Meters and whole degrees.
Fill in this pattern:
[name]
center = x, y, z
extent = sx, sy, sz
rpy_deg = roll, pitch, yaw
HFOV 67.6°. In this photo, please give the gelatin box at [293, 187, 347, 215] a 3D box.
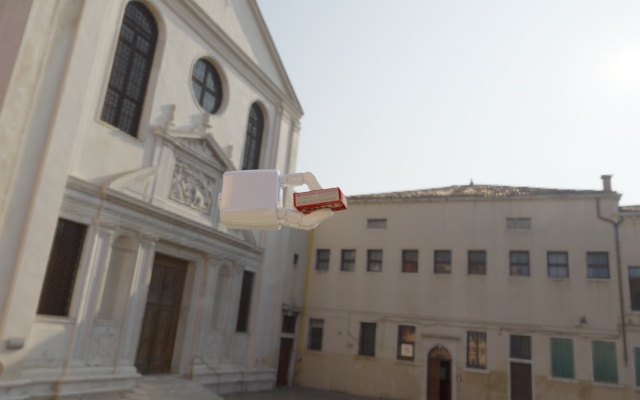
[gelatin box]
center = 0.000, 0.002, 0.893
extent = 0.089, 0.030, 0.073
rpy_deg = -9, -16, 10
